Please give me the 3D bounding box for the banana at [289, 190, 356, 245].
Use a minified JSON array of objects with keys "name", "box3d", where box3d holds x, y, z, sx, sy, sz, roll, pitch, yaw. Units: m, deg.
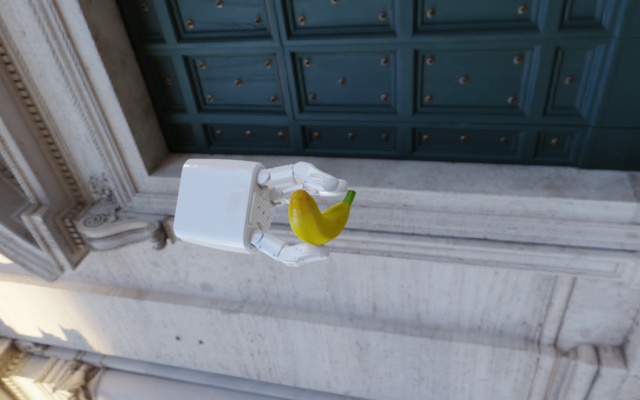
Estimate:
[{"name":"banana","box3d":[-0.001,0.020,0.566,0.037,0.069,0.198,9,5,17]}]
